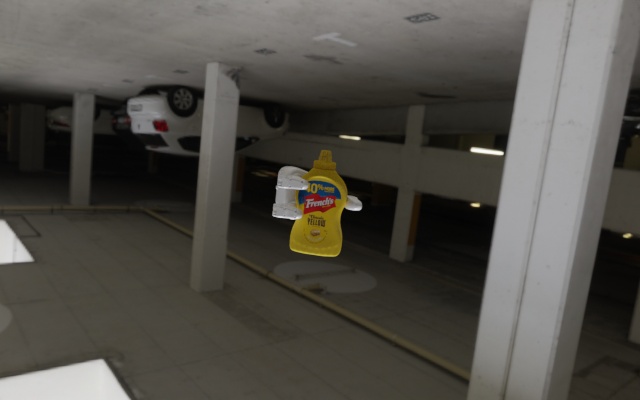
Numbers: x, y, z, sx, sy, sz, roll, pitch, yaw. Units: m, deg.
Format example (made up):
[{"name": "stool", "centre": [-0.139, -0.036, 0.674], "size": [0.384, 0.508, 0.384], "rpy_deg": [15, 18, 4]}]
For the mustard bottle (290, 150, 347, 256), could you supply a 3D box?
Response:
[{"name": "mustard bottle", "centre": [0.000, 0.003, 0.886], "size": [0.096, 0.191, 0.058], "rpy_deg": [8, 8, 8]}]
